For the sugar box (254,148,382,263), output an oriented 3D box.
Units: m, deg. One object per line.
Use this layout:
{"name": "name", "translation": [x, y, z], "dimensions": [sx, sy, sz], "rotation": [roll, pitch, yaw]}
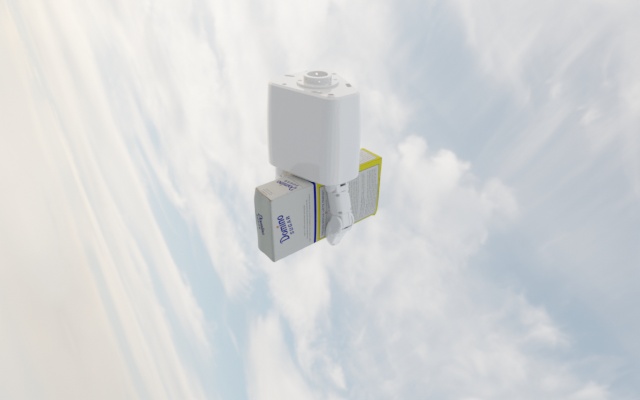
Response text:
{"name": "sugar box", "translation": [0.000, 0.002, 0.615], "dimensions": [0.176, 0.093, 0.048], "rotation": [-20, 37, -30]}
